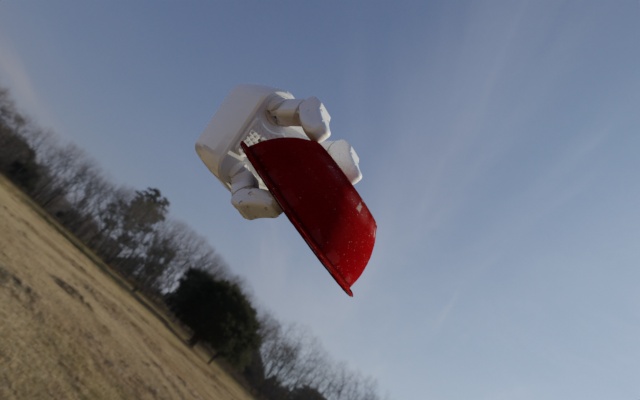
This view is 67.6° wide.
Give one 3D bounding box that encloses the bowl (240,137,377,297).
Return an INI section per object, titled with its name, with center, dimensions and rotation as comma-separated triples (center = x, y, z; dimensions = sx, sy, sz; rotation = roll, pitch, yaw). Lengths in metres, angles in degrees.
[bowl]
center = 0.001, 0.002, 0.410
dimensions = 0.055, 0.162, 0.162
rotation = -35, 1, -1
